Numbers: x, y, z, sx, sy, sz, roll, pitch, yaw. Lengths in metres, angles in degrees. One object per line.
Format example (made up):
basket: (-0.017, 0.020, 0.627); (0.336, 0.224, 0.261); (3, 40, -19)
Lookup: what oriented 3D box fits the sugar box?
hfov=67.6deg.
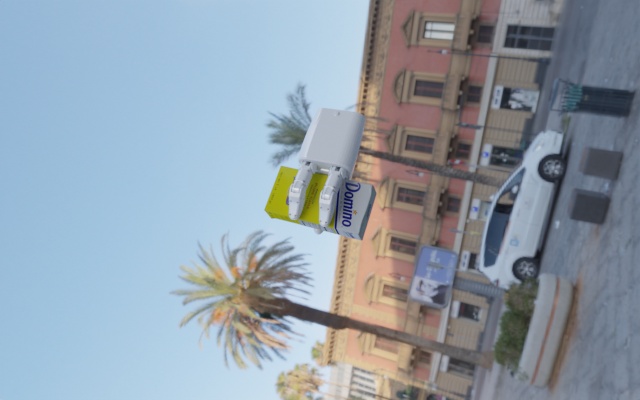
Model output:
sugar box: (0.000, 0.002, 0.831); (0.176, 0.093, 0.048); (11, -19, 20)
